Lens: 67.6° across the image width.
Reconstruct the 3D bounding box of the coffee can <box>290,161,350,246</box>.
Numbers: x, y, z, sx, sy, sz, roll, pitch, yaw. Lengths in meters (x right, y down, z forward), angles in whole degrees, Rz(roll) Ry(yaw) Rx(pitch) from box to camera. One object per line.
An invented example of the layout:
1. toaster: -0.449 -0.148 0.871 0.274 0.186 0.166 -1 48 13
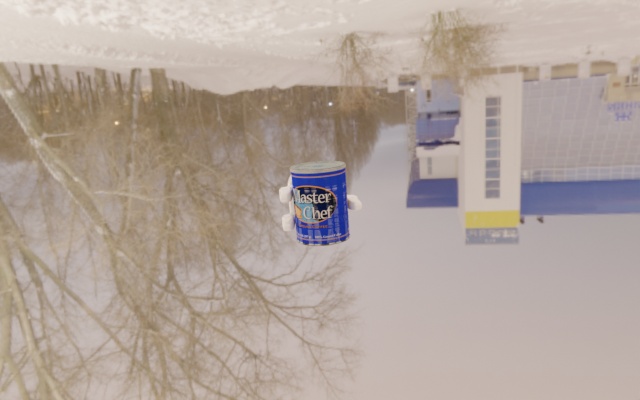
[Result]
1. coffee can: 0.000 0.003 0.891 0.103 0.140 0.102 -4 12 1
